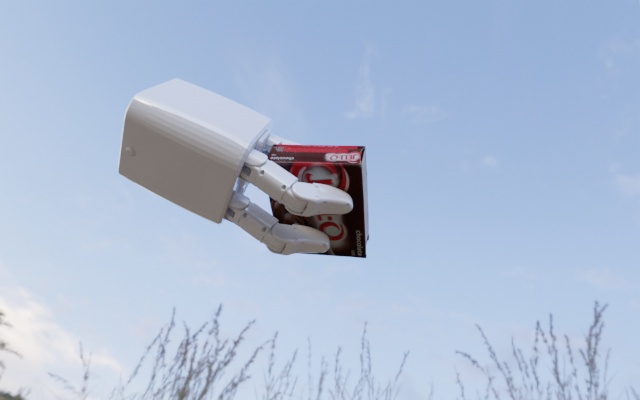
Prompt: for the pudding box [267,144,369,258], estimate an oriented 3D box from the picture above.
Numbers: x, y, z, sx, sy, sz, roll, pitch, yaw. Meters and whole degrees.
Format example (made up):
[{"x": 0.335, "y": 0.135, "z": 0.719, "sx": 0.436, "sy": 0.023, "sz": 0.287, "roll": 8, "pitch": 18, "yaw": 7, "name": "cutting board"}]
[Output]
[{"x": 0.000, "y": 0.001, "z": 0.459, "sx": 0.090, "sy": 0.114, "sz": 0.039, "roll": 3, "pitch": 39, "yaw": 14, "name": "pudding box"}]
